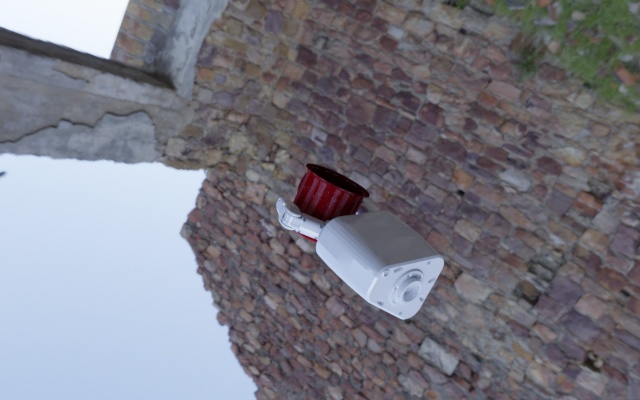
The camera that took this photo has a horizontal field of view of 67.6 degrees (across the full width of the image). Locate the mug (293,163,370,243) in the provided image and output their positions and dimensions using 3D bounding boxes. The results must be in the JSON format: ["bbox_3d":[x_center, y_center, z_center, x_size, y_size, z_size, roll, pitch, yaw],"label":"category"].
[{"bbox_3d":[-0.001,0.002,0.644,0.093,0.081,0.117,15,18,-39],"label":"mug"}]
